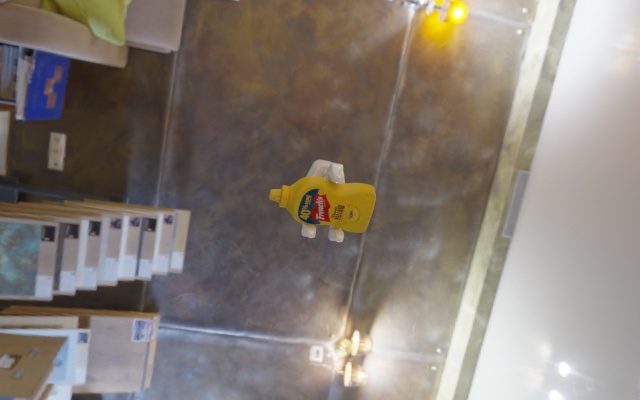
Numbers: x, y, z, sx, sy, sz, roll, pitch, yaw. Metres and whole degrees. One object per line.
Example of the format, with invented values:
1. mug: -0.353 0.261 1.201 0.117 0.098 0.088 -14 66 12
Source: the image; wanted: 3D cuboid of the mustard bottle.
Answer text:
1. mustard bottle: 0.000 0.003 0.893 0.191 0.096 0.058 9 34 -9
